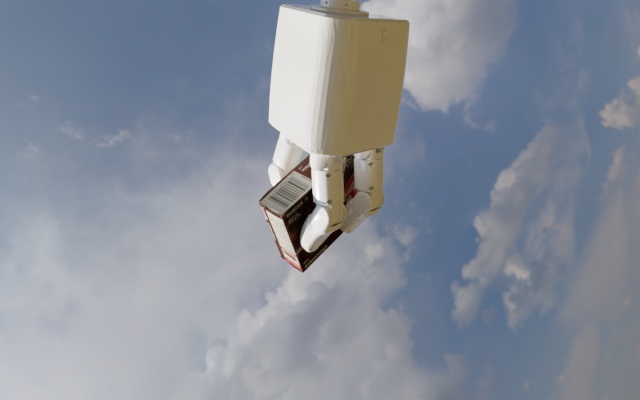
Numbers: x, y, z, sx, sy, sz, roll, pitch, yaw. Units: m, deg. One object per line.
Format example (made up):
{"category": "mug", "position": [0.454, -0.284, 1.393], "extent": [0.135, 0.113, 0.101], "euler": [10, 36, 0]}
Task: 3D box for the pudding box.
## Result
{"category": "pudding box", "position": [0.000, 0.001, 0.469], "extent": [0.113, 0.090, 0.039], "euler": [-41, 51, -22]}
